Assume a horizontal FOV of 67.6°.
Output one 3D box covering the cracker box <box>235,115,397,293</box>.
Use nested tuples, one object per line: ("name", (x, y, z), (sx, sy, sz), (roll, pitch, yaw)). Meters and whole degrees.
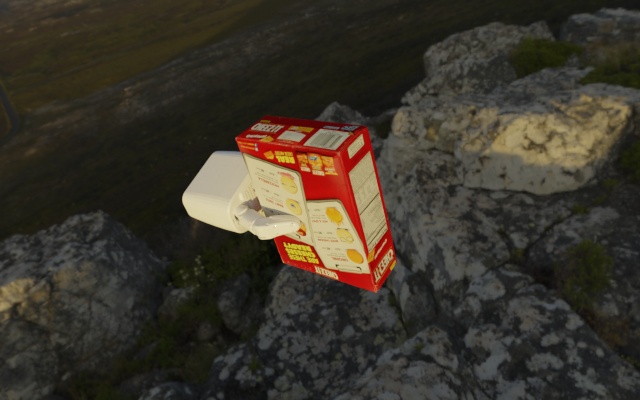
("cracker box", (0.000, 0.002, 0.618), (0.164, 0.214, 0.072), (12, 44, 37))
